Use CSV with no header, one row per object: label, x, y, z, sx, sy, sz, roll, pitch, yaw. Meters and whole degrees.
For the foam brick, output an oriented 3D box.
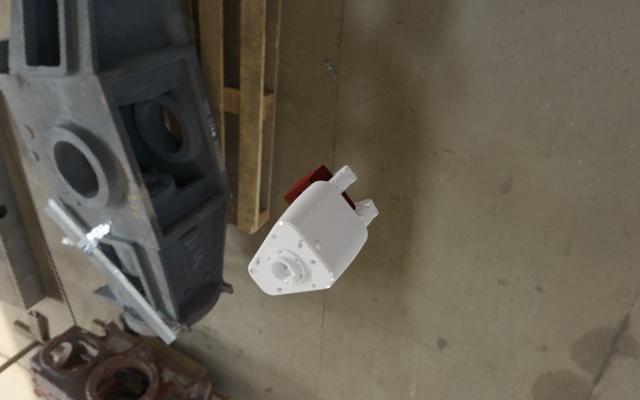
foam brick,0.000,0.002,0.642,0.053,0.078,0.051,-34,7,36
